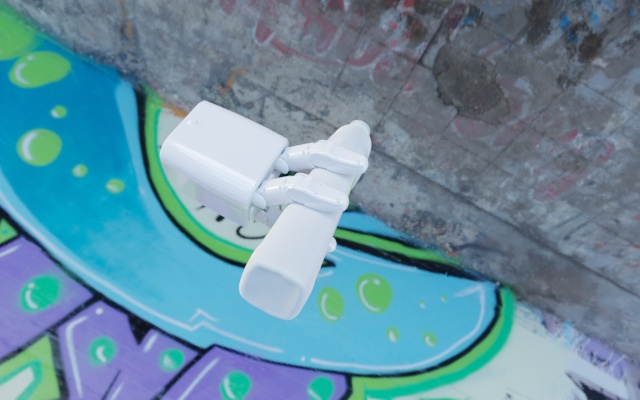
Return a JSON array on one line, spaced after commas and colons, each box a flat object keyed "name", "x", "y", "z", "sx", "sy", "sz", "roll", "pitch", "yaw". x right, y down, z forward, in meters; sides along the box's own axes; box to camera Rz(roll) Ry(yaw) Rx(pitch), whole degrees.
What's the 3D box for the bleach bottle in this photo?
[{"name": "bleach bottle", "x": 0.000, "y": 0.002, "z": 0.534, "sx": 0.068, "sy": 0.250, "sz": 0.103, "roll": 28, "pitch": -38, "yaw": 1}]
